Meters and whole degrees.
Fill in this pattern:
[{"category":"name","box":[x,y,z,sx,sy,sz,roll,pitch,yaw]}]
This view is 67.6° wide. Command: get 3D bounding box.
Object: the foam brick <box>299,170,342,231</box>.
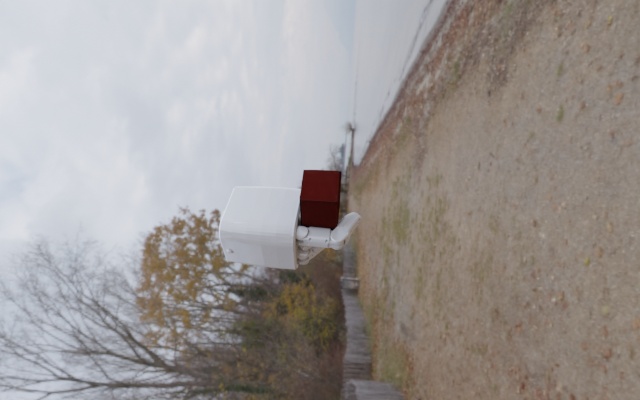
[{"category":"foam brick","box":[0.000,0.002,0.647,0.051,0.053,0.078,5,-35,3]}]
